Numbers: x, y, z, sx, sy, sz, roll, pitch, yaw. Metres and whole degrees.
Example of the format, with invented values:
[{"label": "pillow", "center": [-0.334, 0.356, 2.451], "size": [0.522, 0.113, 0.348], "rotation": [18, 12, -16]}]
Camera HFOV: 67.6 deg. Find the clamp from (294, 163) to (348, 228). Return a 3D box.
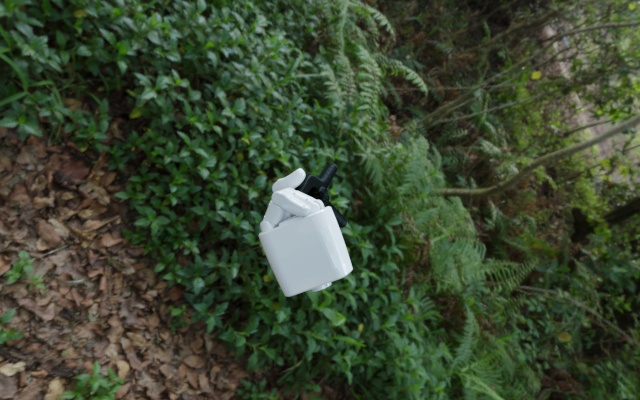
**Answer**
[{"label": "clamp", "center": [0.001, 0.002, 0.825], "size": [0.039, 0.120, 0.171], "rotation": [-18, 2, 30]}]
